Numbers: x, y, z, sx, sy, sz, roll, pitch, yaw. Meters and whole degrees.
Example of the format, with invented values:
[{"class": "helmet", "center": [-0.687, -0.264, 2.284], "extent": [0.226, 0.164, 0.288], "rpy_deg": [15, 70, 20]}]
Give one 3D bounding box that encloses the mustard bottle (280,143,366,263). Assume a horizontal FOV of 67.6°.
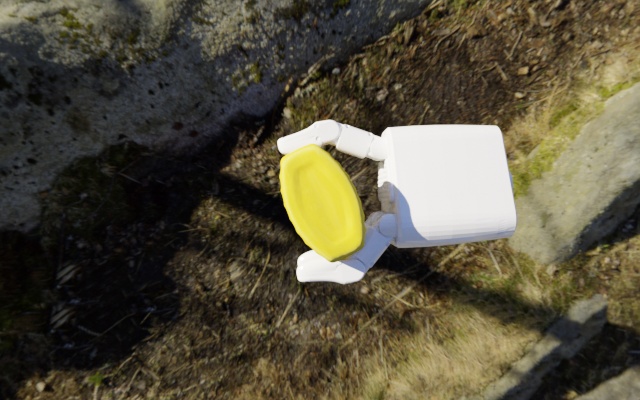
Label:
[{"class": "mustard bottle", "center": [0.000, 0.002, 0.468], "extent": [0.058, 0.096, 0.191], "rpy_deg": [-28, 1, -1]}]
